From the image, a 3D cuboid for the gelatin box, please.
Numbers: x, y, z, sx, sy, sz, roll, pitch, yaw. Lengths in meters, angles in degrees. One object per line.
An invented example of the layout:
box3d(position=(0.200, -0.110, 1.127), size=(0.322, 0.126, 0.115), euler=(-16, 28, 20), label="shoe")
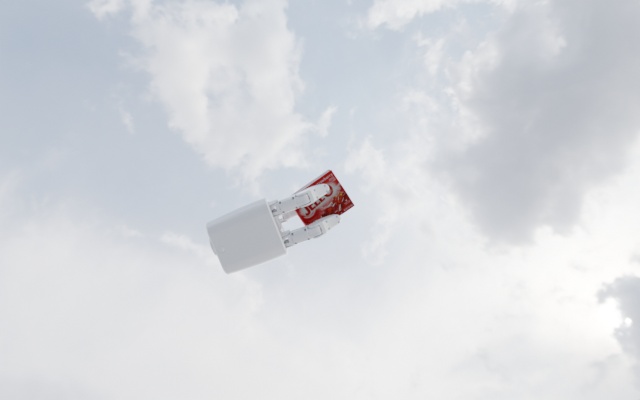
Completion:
box3d(position=(0.000, 0.002, 0.798), size=(0.089, 0.073, 0.030), euler=(-35, 11, -4), label="gelatin box")
